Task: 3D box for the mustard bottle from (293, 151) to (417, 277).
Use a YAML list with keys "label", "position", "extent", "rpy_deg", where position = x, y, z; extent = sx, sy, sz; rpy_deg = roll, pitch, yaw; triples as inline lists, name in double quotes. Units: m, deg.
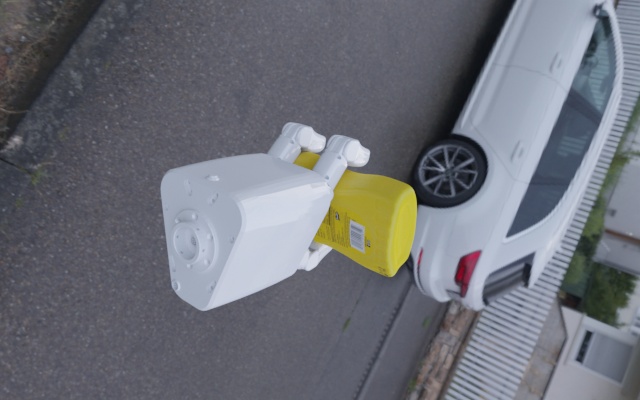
- label: "mustard bottle"
  position: [0.000, 0.002, 0.486]
  extent: [0.191, 0.096, 0.058]
  rpy_deg: [21, 45, 29]
